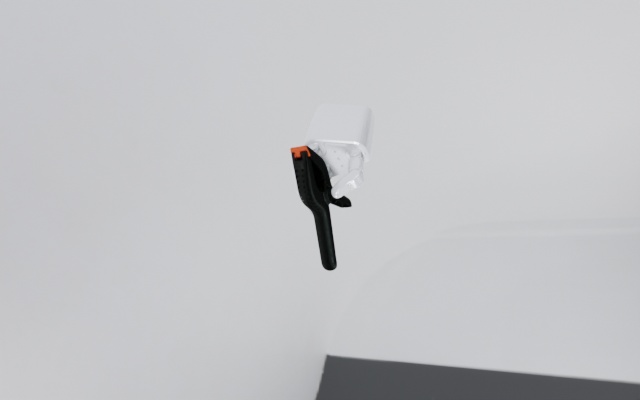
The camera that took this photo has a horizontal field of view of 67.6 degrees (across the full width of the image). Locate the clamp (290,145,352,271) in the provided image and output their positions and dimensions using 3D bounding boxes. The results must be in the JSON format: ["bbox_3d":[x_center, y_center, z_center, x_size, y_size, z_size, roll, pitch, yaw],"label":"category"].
[{"bbox_3d":[0.001,0.002,0.785,0.036,0.164,0.210,-7,-43,22],"label":"clamp"}]
